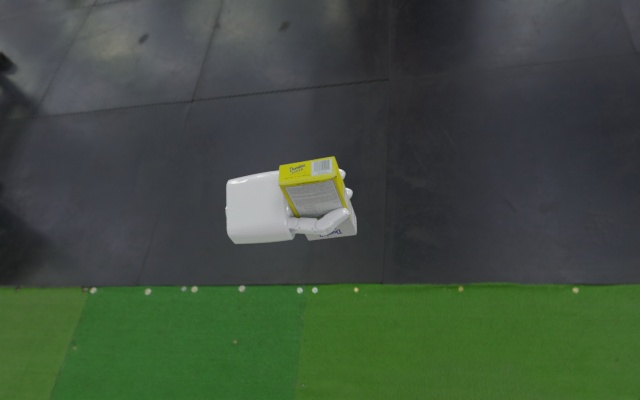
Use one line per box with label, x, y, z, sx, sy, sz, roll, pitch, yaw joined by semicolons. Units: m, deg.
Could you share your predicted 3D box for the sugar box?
sugar box;0.000;0.002;0.804;0.093;0.048;0.176;-8;-34;11
